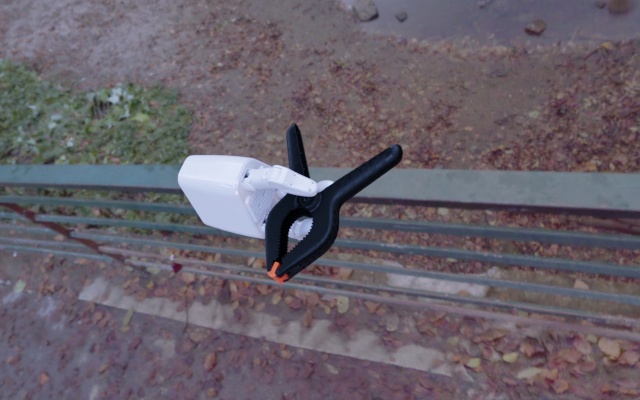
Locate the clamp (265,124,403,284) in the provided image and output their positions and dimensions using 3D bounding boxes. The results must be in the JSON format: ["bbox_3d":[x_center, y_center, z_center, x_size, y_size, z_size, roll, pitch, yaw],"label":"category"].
[{"bbox_3d":[-0.001,0.002,0.574,0.164,0.210,0.036,8,-23,28],"label":"clamp"}]
